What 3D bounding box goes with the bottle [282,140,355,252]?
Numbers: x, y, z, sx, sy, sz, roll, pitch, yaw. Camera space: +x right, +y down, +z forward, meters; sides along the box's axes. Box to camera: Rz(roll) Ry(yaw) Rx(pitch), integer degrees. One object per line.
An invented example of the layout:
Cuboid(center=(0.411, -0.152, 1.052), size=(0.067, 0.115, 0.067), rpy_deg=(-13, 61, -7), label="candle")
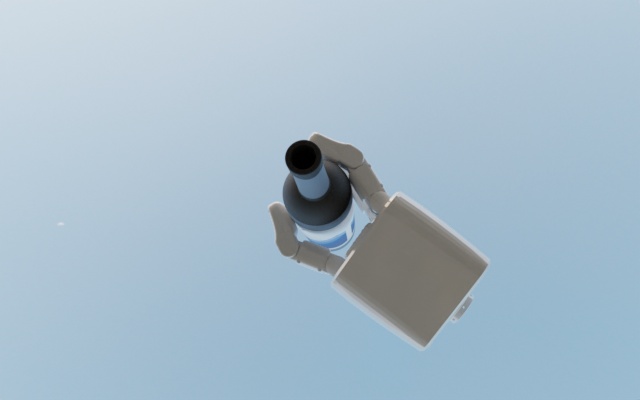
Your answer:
Cuboid(center=(0.000, 0.002, 0.489), size=(0.069, 0.069, 0.296), rpy_deg=(0, -13, 5), label="bottle")
